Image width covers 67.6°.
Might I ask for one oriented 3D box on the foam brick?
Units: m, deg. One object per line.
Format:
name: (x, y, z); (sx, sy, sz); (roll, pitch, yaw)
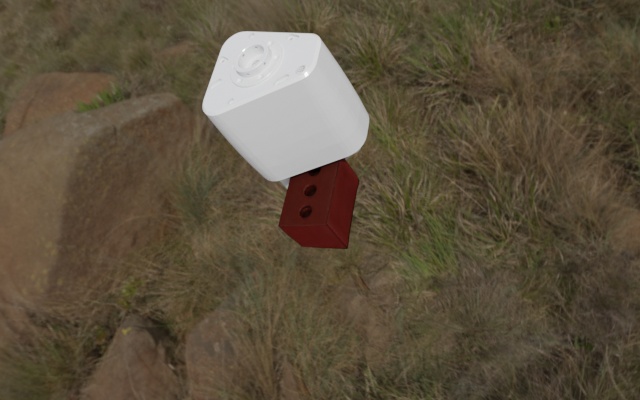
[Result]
foam brick: (0.000, 0.002, 0.463); (0.053, 0.078, 0.051); (-2, -28, 27)
